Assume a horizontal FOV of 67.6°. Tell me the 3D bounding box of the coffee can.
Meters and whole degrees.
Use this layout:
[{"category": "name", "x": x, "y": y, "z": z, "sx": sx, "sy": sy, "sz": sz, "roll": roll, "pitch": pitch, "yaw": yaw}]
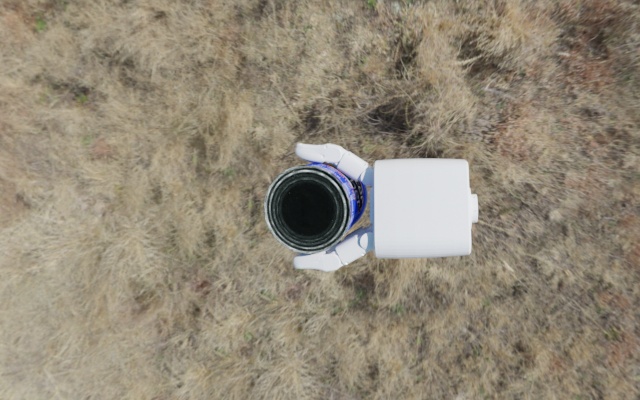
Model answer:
[{"category": "coffee can", "x": 0.000, "y": 0.002, "z": 0.605, "sx": 0.103, "sy": 0.103, "sz": 0.140, "roll": 0, "pitch": 8, "yaw": 13}]
